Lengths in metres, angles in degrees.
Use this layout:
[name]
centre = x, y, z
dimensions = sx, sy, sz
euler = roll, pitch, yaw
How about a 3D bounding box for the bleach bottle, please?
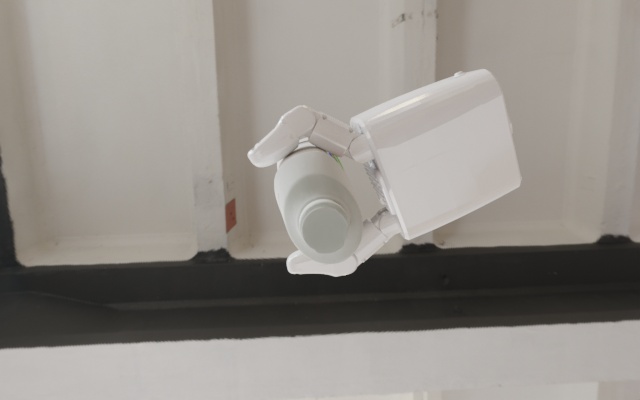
[bleach bottle]
centre = 0.000, 0.001, 0.405
dimensions = 0.068, 0.102, 0.250
euler = -24, 11, 2
